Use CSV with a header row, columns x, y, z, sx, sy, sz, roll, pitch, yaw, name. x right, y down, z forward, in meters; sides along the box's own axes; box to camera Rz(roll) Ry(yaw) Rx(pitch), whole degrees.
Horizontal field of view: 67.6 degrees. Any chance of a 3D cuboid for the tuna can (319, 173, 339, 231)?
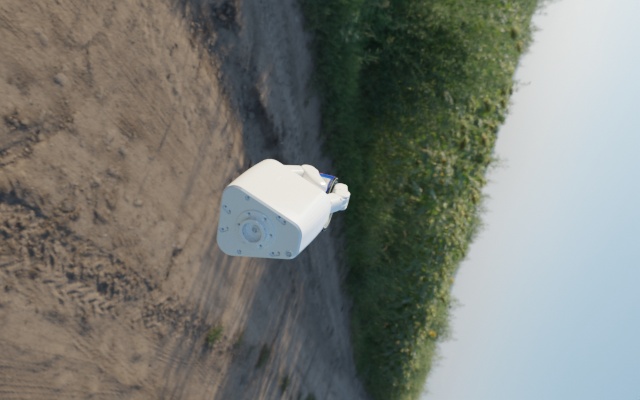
x,y,z,sx,sy,sz,roll,pitch,yaw,name
0.001,0.002,0.718,0.034,0.086,0.086,14,3,11,tuna can
